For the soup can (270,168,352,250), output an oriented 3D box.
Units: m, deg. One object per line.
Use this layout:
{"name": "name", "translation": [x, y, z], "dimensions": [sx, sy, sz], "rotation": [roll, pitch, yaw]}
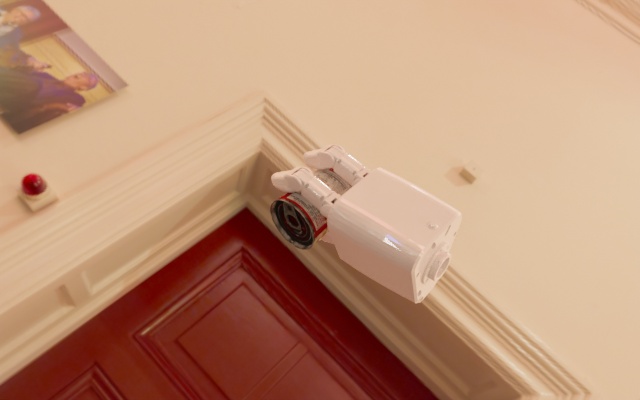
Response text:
{"name": "soup can", "translation": [0.000, 0.002, 0.569], "dimensions": [0.102, 0.068, 0.068], "rotation": [-38, 23, -33]}
